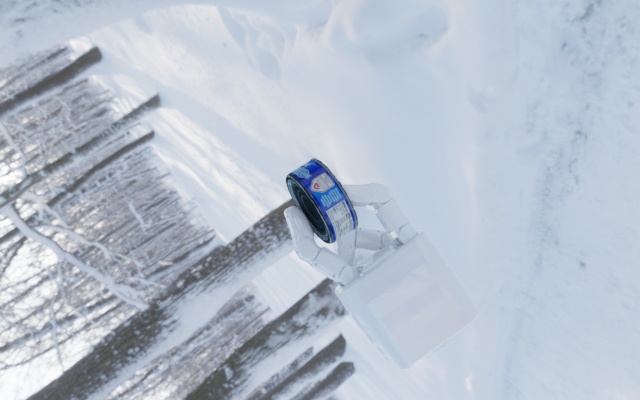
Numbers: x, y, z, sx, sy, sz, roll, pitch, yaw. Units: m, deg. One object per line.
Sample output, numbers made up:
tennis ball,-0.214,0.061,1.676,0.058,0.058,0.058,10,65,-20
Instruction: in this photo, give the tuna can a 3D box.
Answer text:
tuna can,0.000,0.002,0.491,0.033,0.086,0.086,-32,9,-14
